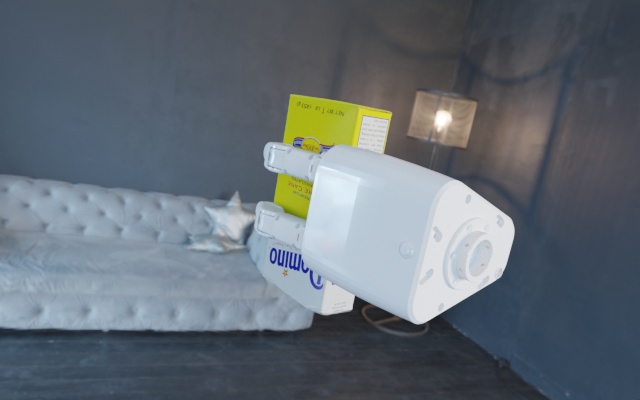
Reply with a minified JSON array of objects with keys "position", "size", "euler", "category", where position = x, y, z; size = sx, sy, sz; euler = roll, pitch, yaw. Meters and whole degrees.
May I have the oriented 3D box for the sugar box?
[{"position":[0.000,0.001,0.422],"size":[0.048,0.176,0.093],"euler":[3,13,-41],"category":"sugar box"}]
